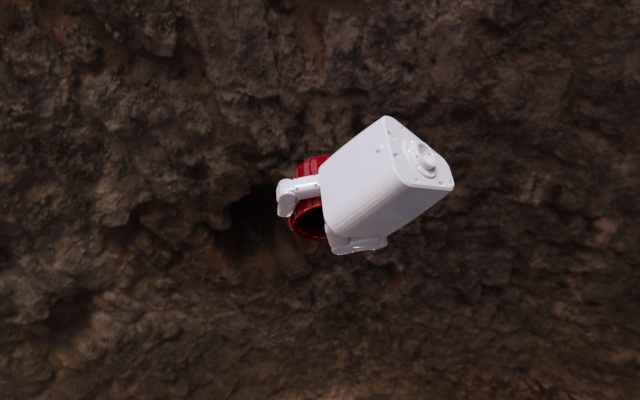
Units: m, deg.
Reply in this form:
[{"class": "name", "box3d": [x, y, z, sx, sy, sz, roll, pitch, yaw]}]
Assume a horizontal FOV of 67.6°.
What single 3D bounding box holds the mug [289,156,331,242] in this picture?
[{"class": "mug", "box3d": [-0.001, 0.003, 0.629, 0.093, 0.081, 0.117, 22, -43, -35]}]
